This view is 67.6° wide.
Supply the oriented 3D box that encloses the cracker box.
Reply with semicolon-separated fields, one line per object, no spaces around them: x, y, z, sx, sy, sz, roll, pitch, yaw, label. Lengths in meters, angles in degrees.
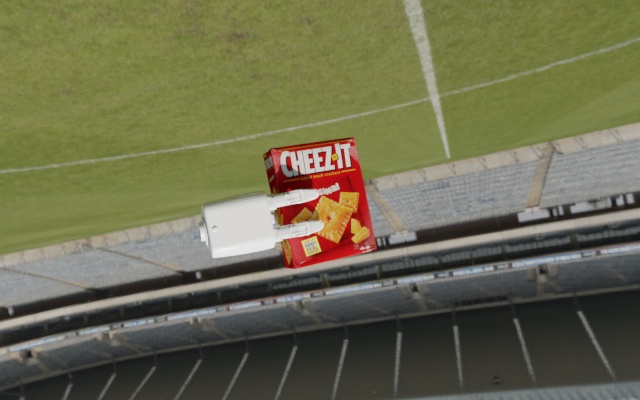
0.000;0.003;0.865;0.164;0.213;0.072;-11;-1;-20;cracker box
